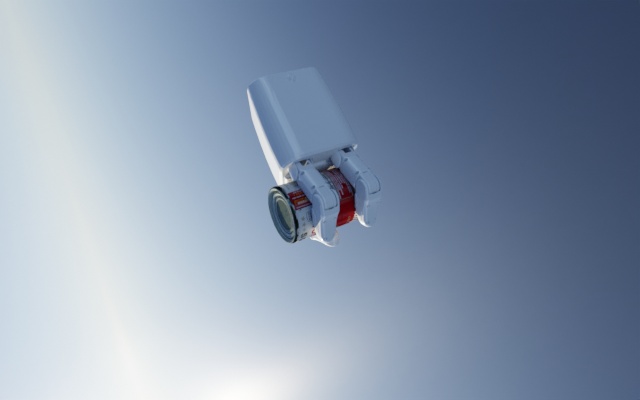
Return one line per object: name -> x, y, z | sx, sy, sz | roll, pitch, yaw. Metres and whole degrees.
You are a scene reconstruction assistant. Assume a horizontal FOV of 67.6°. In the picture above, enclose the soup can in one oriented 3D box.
soup can -> 0.000, 0.002, 0.543 | 0.102, 0.068, 0.068 | -19, 8, -26
